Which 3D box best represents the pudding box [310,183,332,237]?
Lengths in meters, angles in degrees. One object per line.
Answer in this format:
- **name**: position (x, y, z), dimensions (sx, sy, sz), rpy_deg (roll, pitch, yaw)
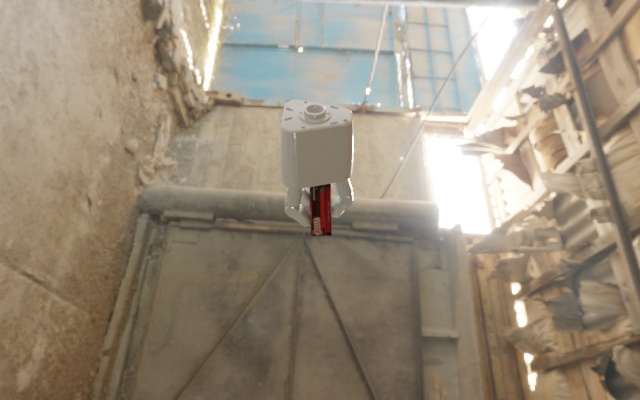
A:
- **pudding box**: position (0.000, 0.003, 0.815), dimensions (0.039, 0.090, 0.113), rpy_deg (0, 14, 2)
